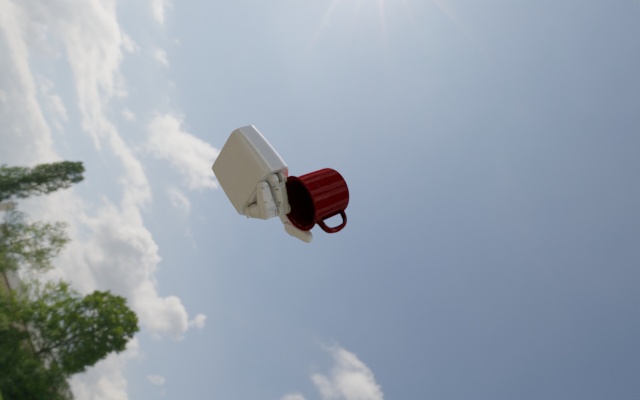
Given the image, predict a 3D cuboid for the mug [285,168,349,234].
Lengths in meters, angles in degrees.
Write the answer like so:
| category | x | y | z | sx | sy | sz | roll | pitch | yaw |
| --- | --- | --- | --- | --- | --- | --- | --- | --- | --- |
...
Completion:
| category | x | y | z | sx | sy | sz | roll | pitch | yaw |
| --- | --- | --- | --- | --- | --- | --- | --- | --- | --- |
| mug | 0.001 | 0.004 | 0.784 | 0.081 | 0.117 | 0.093 | -21 | -27 | -36 |
